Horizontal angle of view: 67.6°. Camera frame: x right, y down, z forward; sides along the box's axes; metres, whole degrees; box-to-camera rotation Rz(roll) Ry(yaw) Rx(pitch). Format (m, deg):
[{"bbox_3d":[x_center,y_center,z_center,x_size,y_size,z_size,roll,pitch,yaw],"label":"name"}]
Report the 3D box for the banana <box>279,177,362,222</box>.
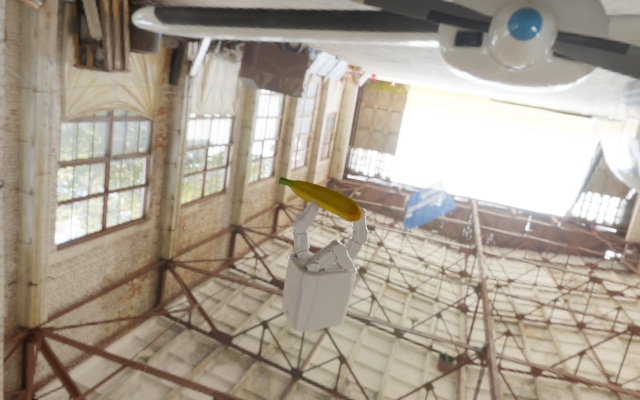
[{"bbox_3d":[0.011,0.001,0.832,0.069,0.037,0.197,-1,18,-46],"label":"banana"}]
